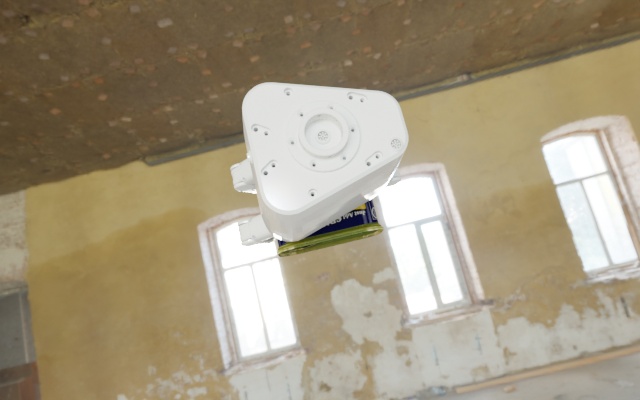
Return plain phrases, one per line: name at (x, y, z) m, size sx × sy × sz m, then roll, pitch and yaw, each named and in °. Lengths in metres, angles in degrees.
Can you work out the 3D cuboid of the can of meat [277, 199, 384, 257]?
can of meat at (0.000, 0.001, 0.460) m, size 0.102 × 0.084 × 0.057 m, roll -13°, pitch -11°, yaw -2°
